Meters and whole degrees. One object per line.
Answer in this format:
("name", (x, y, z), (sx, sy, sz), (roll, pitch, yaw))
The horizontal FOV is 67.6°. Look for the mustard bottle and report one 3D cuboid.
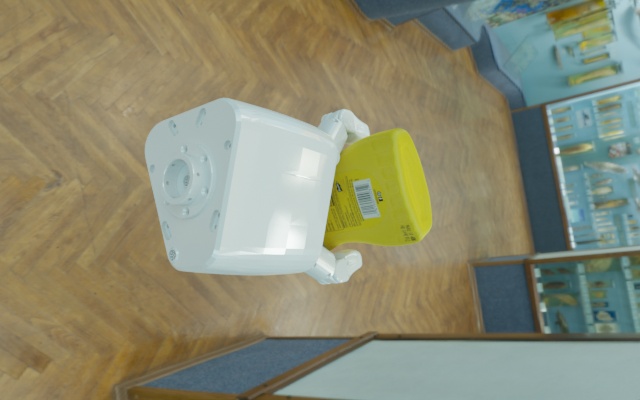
("mustard bottle", (0.000, 0.001, 0.445), (0.191, 0.096, 0.058), (-11, 12, 33))
